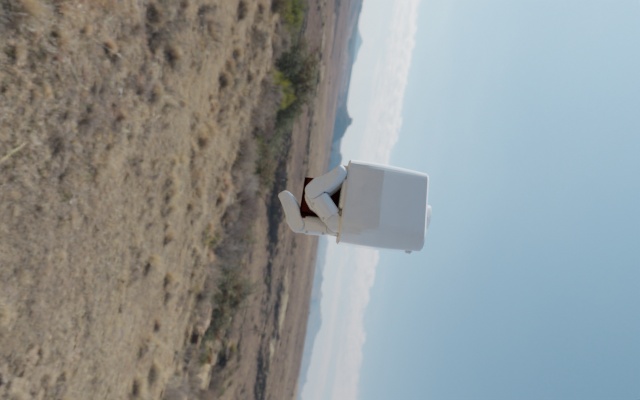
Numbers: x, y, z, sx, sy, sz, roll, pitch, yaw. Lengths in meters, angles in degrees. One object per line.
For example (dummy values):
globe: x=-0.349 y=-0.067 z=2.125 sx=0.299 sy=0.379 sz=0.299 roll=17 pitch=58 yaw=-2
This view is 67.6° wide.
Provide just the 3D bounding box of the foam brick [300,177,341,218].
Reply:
foam brick: x=0.000 y=0.002 z=0.680 sx=0.051 sy=0.053 sz=0.078 roll=8 pitch=-8 yaw=1
